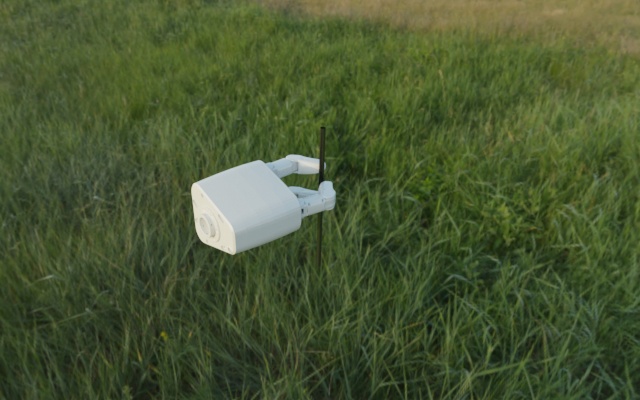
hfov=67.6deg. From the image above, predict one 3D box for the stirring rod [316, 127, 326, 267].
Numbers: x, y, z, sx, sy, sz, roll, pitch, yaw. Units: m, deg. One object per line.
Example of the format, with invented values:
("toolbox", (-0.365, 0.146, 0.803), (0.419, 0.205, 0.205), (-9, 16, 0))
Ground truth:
("stirring rod", (0.000, 0.003, 0.729), (0.011, 0.240, 0.011), (1, 30, -1))
